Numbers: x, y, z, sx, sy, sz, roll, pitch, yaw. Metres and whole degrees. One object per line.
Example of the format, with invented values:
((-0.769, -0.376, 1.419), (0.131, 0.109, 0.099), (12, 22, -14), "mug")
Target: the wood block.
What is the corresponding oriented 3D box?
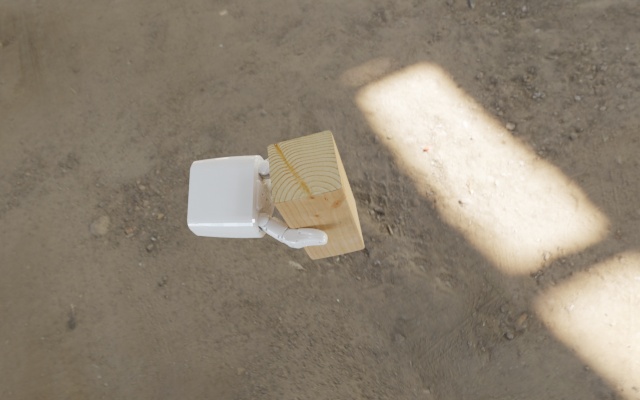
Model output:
((0.000, 0.003, 0.690), (0.090, 0.090, 0.206), (-13, -28, 7), "wood block")
